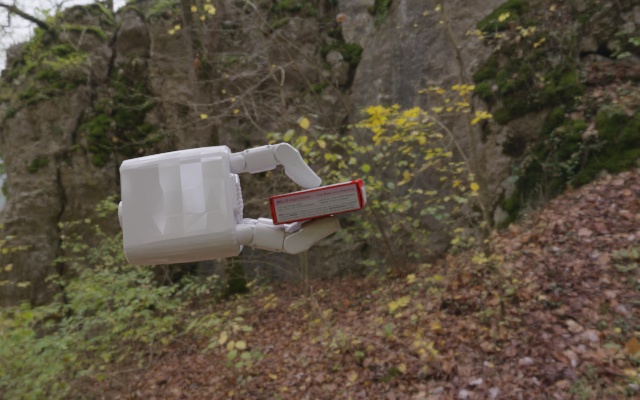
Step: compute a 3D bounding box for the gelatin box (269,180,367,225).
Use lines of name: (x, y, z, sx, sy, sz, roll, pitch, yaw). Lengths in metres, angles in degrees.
gelatin box: (0.000, 0.001, 0.482, 0.089, 0.030, 0.073, -11, 2, 9)
